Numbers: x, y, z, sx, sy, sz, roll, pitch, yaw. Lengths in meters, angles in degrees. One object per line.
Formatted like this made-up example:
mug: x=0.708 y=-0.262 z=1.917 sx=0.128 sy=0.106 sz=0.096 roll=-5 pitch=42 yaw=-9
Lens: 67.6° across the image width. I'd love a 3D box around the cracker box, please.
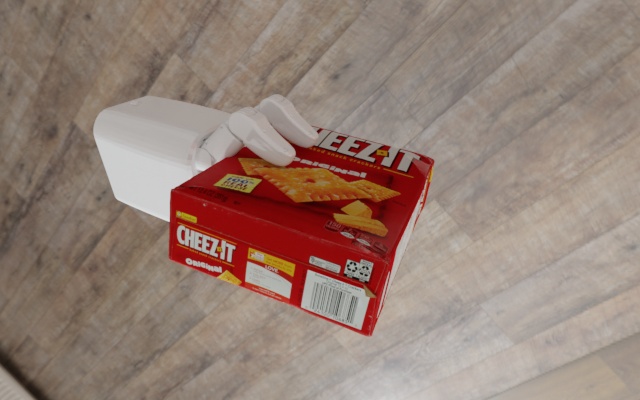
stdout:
cracker box: x=0.000 y=0.002 z=0.417 sx=0.164 sy=0.072 sz=0.213 roll=18 pitch=28 yaw=14
